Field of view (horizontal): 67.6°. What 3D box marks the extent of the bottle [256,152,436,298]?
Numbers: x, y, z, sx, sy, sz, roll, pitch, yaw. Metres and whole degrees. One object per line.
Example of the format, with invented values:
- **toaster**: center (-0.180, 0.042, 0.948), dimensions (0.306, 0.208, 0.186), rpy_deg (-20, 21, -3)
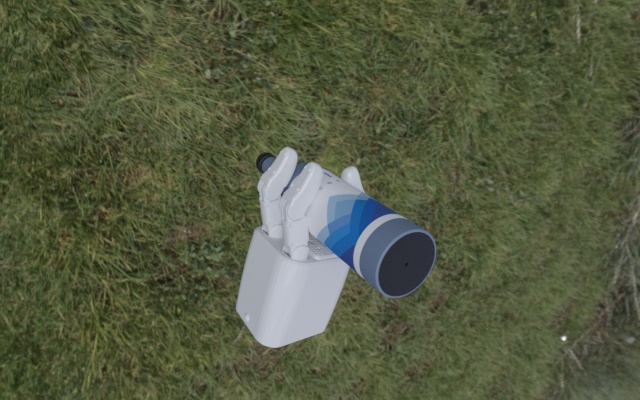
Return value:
- **bottle**: center (0.000, 0.002, 0.523), dimensions (0.069, 0.069, 0.295), rpy_deg (0, 21, -33)
